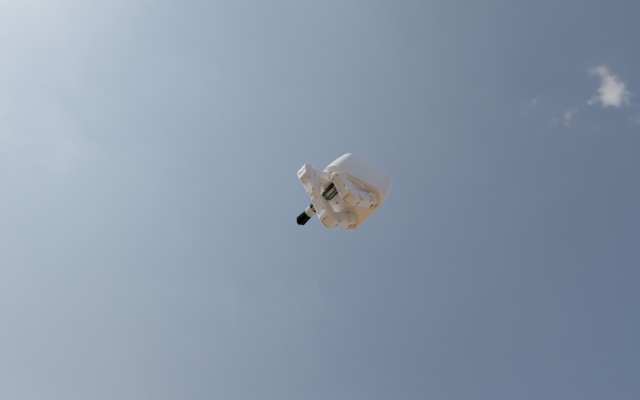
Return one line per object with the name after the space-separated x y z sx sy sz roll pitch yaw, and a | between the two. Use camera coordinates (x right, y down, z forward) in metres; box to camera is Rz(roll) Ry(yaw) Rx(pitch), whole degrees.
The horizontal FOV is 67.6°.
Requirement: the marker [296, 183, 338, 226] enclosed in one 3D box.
0.000 0.003 0.805 0.121 0.020 0.020 -44 -25 28 | marker
